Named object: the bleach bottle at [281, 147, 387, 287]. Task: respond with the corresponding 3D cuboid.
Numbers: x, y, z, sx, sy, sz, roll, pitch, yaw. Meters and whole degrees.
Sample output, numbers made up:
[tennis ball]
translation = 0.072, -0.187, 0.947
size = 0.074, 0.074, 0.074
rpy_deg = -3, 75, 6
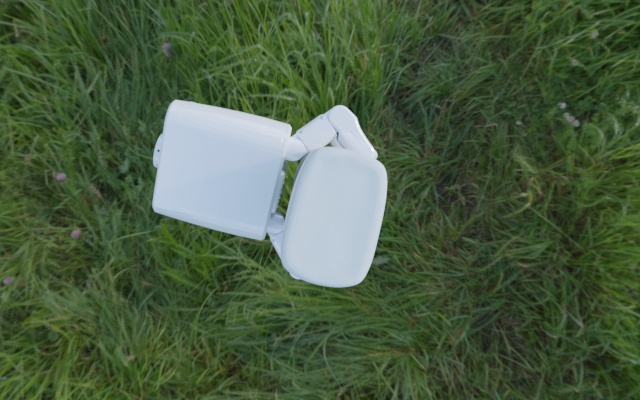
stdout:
[bleach bottle]
translation = 0.000, 0.001, 0.456
size = 0.068, 0.102, 0.251
rpy_deg = 14, 3, -6
